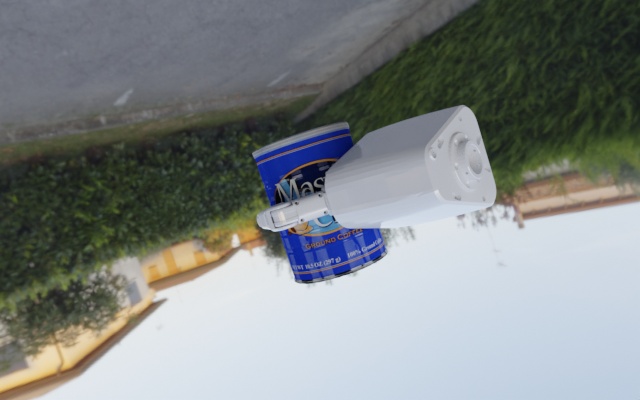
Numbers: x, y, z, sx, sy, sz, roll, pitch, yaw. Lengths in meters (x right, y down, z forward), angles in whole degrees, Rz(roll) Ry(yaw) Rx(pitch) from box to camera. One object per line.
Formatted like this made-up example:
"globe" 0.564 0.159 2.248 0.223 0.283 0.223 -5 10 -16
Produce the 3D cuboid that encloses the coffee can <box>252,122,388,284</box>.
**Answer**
"coffee can" 0.000 0.002 0.494 0.103 0.140 0.103 -18 4 1
